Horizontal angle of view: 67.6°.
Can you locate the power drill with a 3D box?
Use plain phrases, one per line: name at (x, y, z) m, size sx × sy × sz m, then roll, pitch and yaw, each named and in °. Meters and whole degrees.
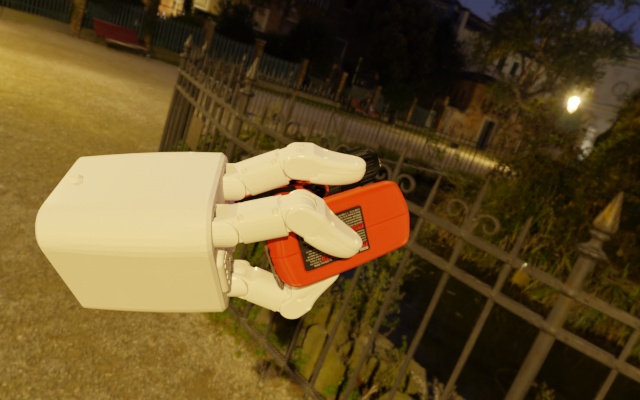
power drill at (0.000, 0.002, 0.420) m, size 0.184 × 0.057 × 0.187 m, roll -21°, pitch 17°, yaw -15°
